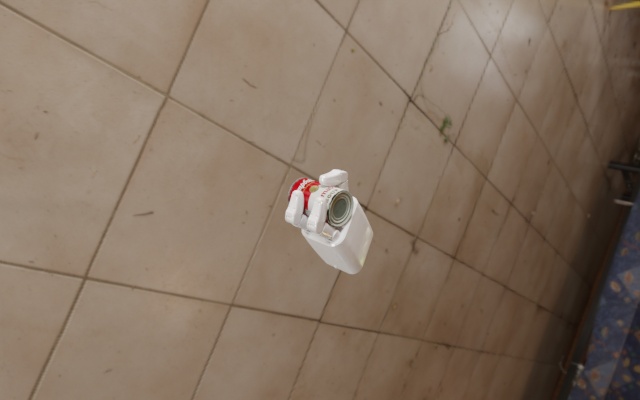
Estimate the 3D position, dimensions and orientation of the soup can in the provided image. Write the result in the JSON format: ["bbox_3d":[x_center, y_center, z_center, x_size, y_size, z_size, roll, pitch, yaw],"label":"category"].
[{"bbox_3d":[0.000,0.002,0.855,0.102,0.068,0.068,19,13,41],"label":"soup can"}]
